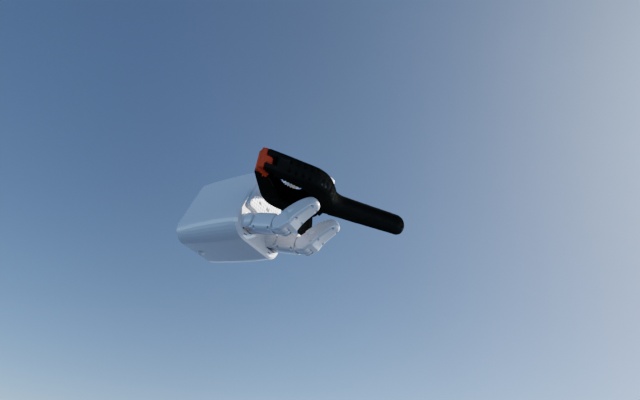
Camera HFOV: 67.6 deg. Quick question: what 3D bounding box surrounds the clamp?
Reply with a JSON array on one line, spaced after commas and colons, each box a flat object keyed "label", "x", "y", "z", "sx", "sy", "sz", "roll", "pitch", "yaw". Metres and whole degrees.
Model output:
[{"label": "clamp", "x": 0.000, "y": 0.001, "z": 0.598, "sx": 0.164, "sy": 0.036, "sz": 0.210, "roll": -9, "pitch": -35, "yaw": 27}]
